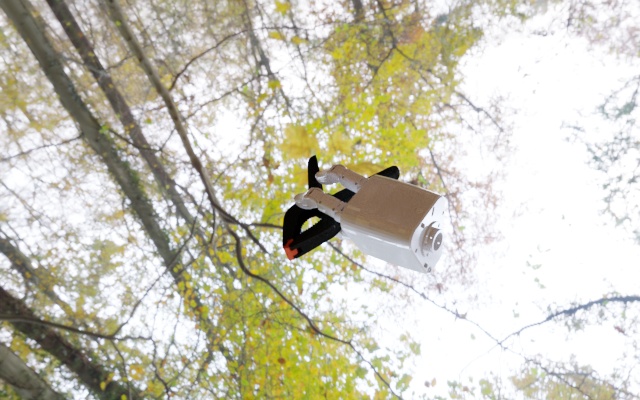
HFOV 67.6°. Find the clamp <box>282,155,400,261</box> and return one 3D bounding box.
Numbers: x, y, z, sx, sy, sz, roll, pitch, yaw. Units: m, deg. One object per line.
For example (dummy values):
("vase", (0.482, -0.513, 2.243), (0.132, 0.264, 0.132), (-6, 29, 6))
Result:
("clamp", (0.000, 0.003, 0.719), (0.164, 0.036, 0.210), (17, 52, 38))
